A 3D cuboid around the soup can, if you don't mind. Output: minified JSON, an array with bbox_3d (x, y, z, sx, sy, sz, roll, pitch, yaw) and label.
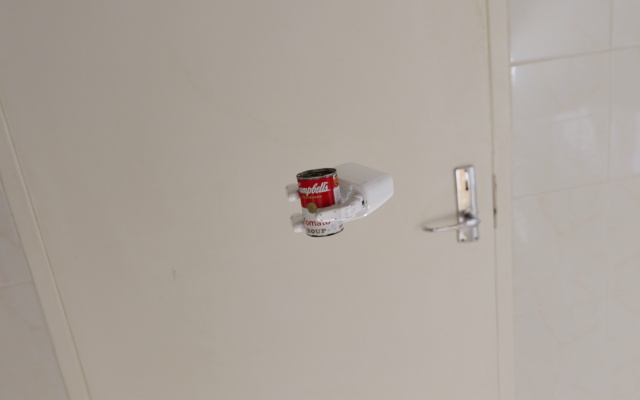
[{"bbox_3d":[0.000,0.003,0.796,0.068,0.102,0.068,-8,15,2],"label":"soup can"}]
